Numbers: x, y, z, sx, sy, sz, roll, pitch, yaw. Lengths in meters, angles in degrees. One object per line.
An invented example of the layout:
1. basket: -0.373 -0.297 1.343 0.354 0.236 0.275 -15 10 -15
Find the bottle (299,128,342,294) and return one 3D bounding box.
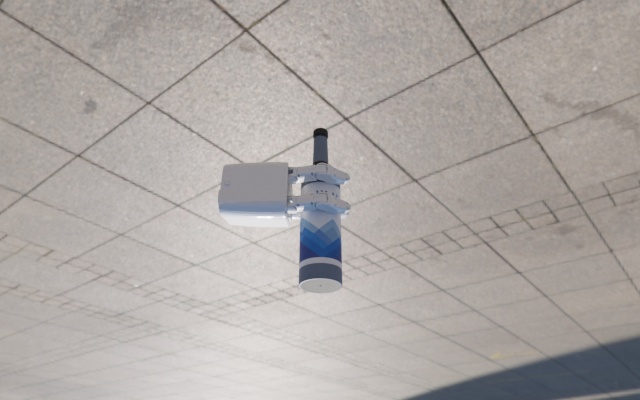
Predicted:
1. bottle: 0.000 0.003 0.794 0.069 0.295 0.069 0 -30 0
